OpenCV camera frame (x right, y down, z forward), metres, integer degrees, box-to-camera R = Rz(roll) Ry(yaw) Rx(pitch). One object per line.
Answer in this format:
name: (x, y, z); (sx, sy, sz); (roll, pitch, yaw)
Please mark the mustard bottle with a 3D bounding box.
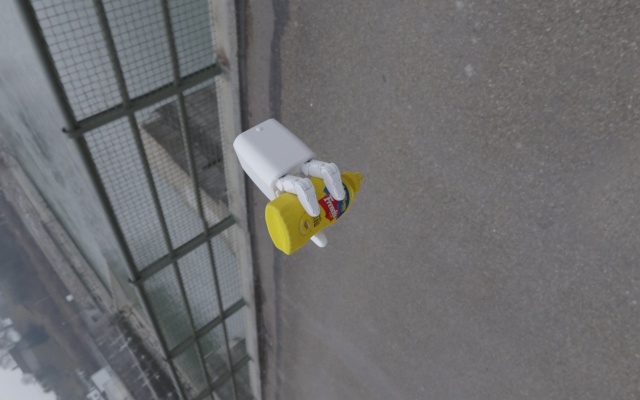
mustard bottle: (0.000, 0.003, 0.792); (0.191, 0.096, 0.058); (-34, 41, -30)
